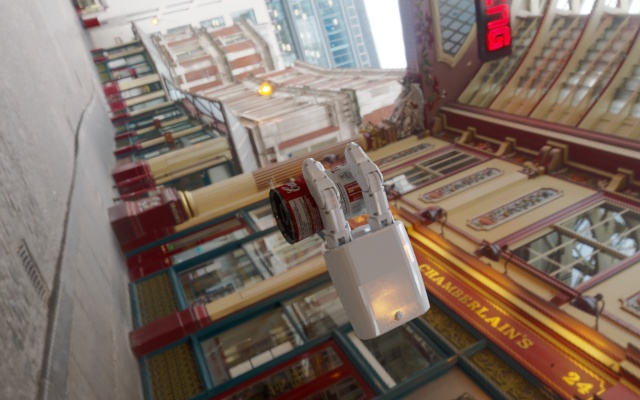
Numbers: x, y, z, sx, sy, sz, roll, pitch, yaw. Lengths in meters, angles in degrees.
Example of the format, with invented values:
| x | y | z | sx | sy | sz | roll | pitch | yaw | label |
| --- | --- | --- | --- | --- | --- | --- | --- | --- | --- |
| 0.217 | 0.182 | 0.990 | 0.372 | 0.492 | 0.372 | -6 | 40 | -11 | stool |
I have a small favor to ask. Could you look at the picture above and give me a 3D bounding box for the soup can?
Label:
| x | y | z | sx | sy | sz | roll | pitch | yaw | label |
| --- | --- | --- | --- | --- | --- | --- | --- | --- | --- |
| 0.000 | 0.001 | 0.558 | 0.102 | 0.068 | 0.068 | -21 | 7 | -18 | soup can |
